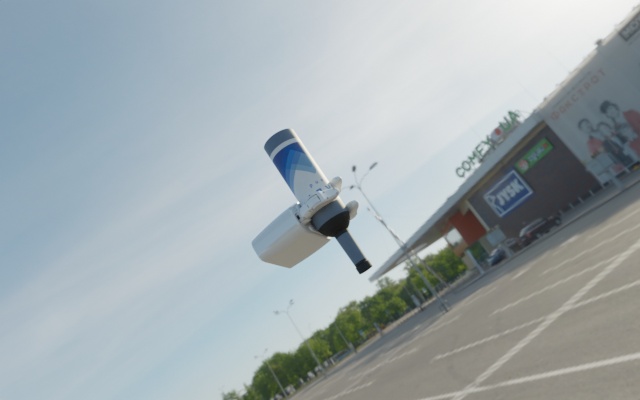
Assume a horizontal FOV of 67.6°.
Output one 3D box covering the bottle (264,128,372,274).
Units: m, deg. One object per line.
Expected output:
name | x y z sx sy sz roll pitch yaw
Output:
bottle | 0.000 0.003 0.863 0.069 0.295 0.069 -31 -16 -10
